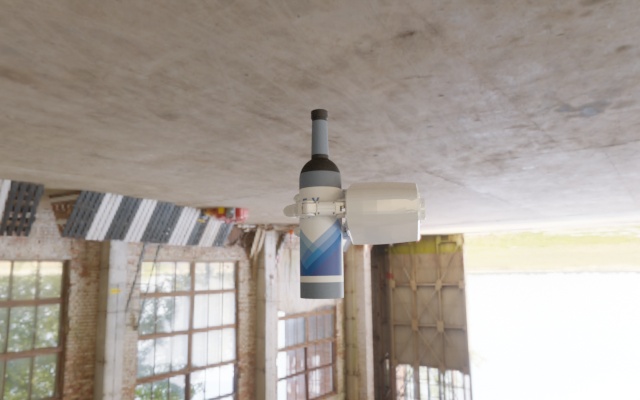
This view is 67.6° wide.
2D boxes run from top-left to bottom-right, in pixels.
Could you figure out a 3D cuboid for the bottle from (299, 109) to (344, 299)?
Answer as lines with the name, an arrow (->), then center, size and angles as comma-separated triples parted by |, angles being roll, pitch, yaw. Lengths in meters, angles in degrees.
bottle -> 0.000, 0.003, 0.746 | 0.069, 0.295, 0.069 | -1, -8, 0
